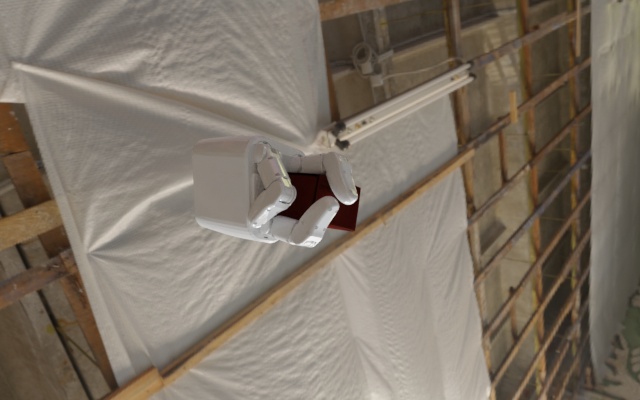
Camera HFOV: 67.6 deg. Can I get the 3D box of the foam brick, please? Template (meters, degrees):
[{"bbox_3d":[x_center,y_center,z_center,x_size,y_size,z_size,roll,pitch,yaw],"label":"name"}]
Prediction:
[{"bbox_3d":[0.000,0.002,0.531,0.051,0.053,0.078,5,-7,41],"label":"foam brick"}]
